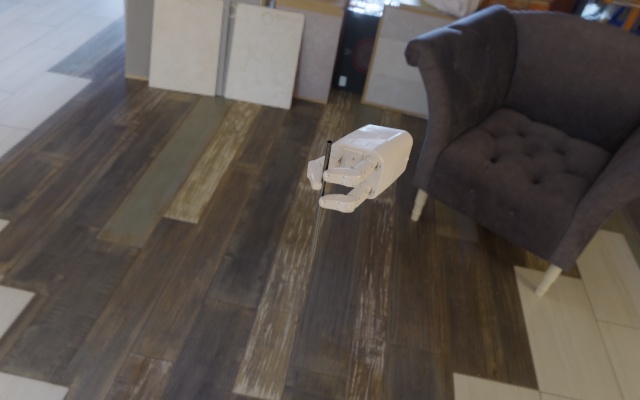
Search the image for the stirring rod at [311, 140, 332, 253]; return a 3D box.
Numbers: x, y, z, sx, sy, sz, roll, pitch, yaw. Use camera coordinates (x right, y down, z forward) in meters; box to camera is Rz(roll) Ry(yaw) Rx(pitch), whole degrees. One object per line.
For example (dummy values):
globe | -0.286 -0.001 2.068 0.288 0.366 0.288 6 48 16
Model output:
stirring rod | 0.000 0.003 0.796 0.011 0.240 0.011 5 41 -4
